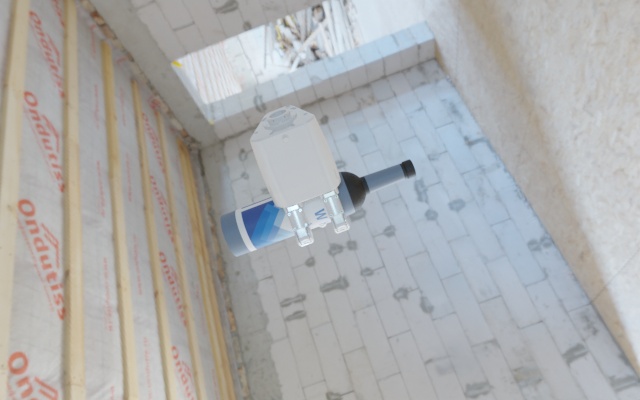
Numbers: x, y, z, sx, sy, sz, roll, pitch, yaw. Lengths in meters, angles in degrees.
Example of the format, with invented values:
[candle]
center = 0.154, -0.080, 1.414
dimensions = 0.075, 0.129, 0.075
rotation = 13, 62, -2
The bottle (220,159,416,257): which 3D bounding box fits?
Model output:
[bottle]
center = 0.000, 0.003, 0.717
dimensions = 0.296, 0.069, 0.069
rotation = -20, -1, 2
